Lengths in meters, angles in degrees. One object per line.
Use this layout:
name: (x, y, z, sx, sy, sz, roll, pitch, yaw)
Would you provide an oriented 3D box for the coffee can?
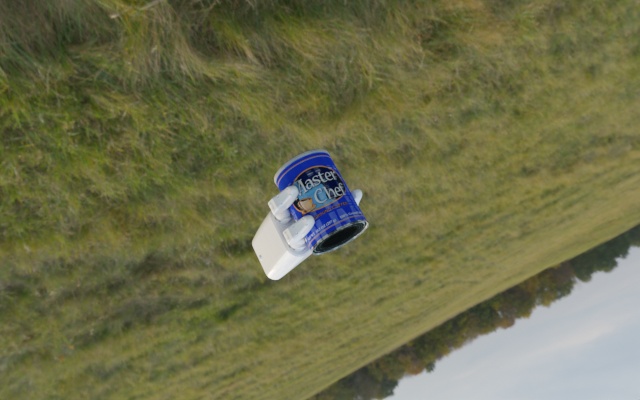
coffee can: (0.000, 0.002, 0.775, 0.103, 0.140, 0.103, -25, -19, -10)
